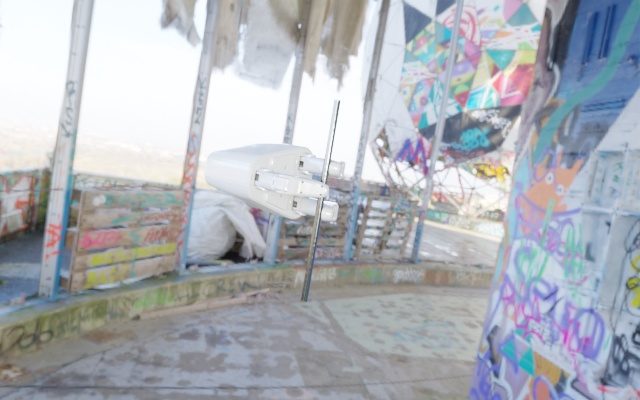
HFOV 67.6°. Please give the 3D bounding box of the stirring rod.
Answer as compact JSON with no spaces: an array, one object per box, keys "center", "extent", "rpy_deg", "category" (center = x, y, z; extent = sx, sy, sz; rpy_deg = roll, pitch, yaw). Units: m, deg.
[{"center":[0.000,0.002,0.562],"extent":[0.011,0.239,0.011],"rpy_deg":[9,4,-1],"category":"stirring rod"}]
